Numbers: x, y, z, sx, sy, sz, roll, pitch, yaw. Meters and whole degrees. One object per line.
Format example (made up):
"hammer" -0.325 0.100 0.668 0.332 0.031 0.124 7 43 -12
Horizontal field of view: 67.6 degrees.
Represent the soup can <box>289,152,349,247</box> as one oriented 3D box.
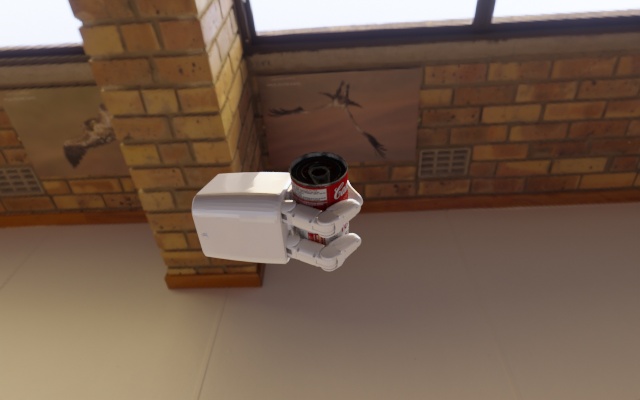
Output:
"soup can" 0.001 0.002 0.578 0.068 0.102 0.068 -3 38 2
